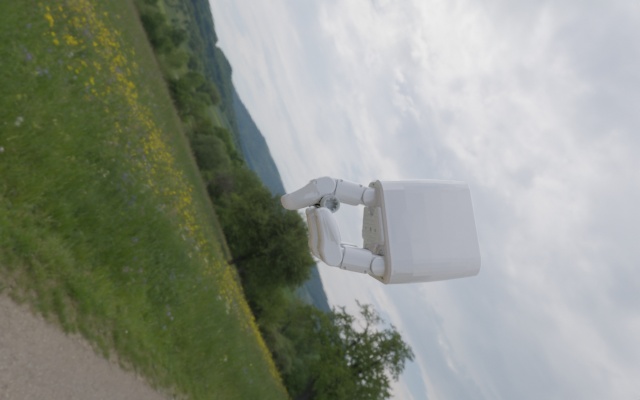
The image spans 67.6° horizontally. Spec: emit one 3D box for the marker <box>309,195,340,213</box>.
[{"bbox_3d":[0.000,0.002,0.549,0.020,0.020,0.121,0,2,-11],"label":"marker"}]
